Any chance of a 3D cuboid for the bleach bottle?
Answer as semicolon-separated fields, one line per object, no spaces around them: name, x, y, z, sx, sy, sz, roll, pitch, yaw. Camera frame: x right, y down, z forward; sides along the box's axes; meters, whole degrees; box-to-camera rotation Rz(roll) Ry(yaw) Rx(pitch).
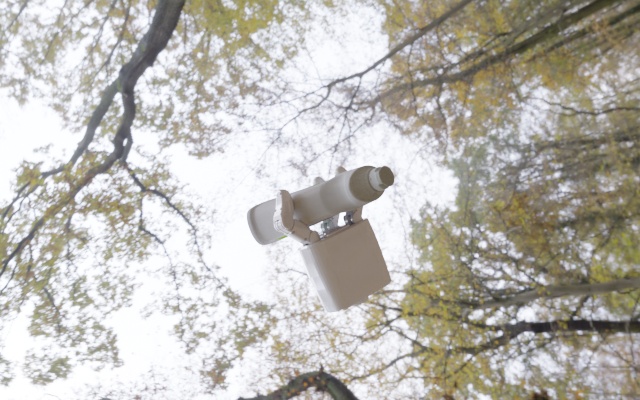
bleach bottle;0.000;0.002;0.698;0.102;0.068;0.251;-22;1;-43
